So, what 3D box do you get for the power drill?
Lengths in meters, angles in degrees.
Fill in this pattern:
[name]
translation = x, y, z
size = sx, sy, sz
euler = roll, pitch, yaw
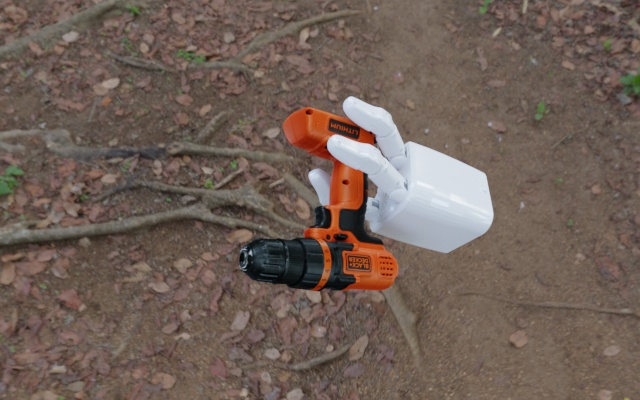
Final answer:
[power drill]
translation = 0.000, 0.001, 0.504
size = 0.184, 0.187, 0.057
euler = 11, -20, -37
